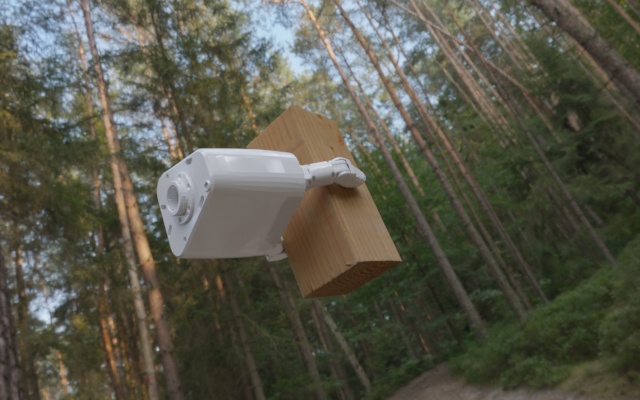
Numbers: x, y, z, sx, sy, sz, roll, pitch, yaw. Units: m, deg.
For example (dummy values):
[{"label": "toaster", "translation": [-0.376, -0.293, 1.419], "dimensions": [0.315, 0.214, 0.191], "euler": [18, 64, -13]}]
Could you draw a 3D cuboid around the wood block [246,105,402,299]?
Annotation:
[{"label": "wood block", "translation": [0.000, 0.002, 0.571], "dimensions": [0.091, 0.206, 0.090], "euler": [-37, -26, 29]}]
